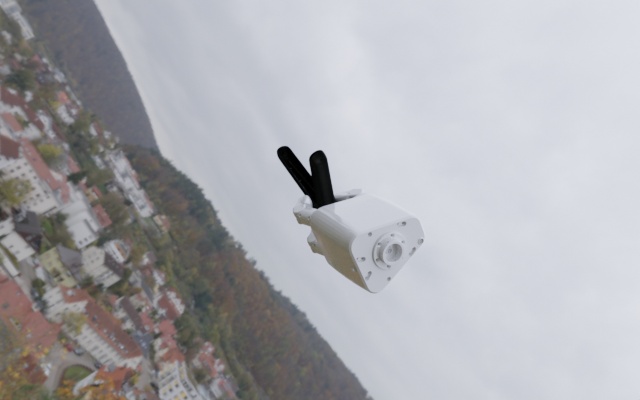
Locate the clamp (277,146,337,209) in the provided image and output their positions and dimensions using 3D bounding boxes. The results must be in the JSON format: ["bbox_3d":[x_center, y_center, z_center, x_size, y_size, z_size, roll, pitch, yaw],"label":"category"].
[{"bbox_3d":[0.001,0.003,0.754,0.036,0.210,0.164,-31,26,-15],"label":"clamp"}]
